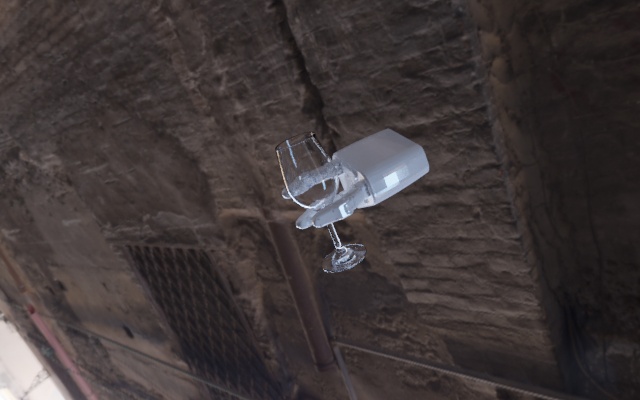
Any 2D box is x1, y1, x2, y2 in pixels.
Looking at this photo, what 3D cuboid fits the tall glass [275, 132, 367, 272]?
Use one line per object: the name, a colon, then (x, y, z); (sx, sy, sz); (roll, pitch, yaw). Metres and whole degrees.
tall glass: (0.000, 0.003, 0.703); (0.079, 0.201, 0.079); (-20, 20, 8)
